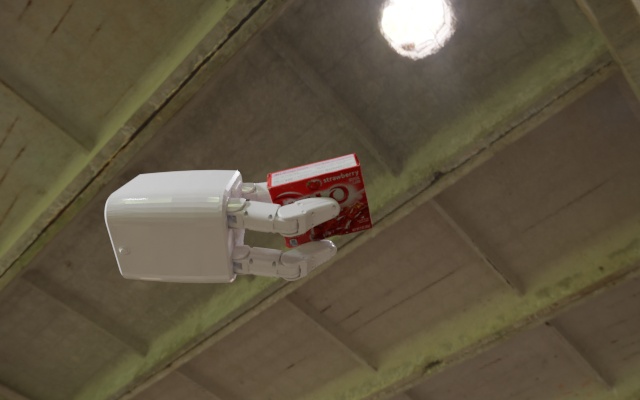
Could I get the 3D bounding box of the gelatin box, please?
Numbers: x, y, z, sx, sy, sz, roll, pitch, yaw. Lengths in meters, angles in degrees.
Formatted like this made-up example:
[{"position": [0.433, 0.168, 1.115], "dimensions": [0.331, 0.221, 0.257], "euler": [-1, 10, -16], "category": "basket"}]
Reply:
[{"position": [0.000, 0.001, 0.460], "dimensions": [0.089, 0.073, 0.030], "euler": [-14, 32, 2], "category": "gelatin box"}]
